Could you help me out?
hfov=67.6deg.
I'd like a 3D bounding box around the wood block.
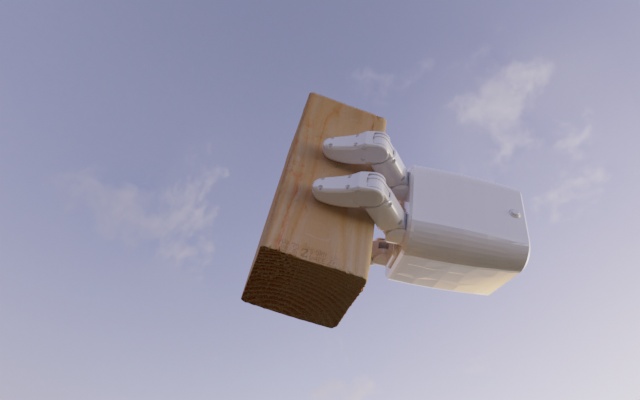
[{"bbox_3d":[0.000,0.002,0.460,0.090,0.206,0.091,18,-44,-5],"label":"wood block"}]
